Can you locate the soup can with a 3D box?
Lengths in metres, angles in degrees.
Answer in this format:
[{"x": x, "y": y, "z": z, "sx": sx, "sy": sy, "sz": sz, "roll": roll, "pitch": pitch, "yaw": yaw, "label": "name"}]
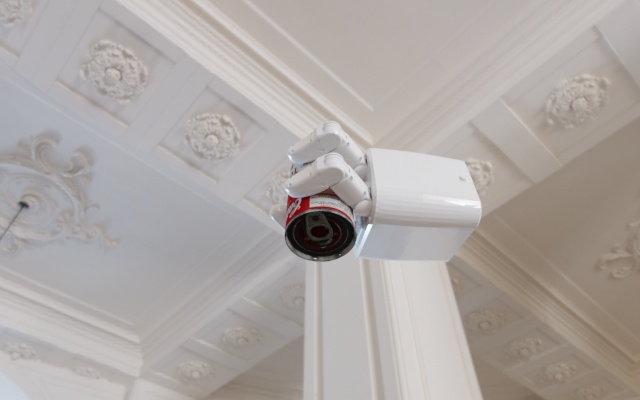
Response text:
[{"x": 0.000, "y": 0.001, "z": 0.484, "sx": 0.068, "sy": 0.069, "sz": 0.102, "roll": 0, "pitch": 41, "yaw": 0, "label": "soup can"}]
